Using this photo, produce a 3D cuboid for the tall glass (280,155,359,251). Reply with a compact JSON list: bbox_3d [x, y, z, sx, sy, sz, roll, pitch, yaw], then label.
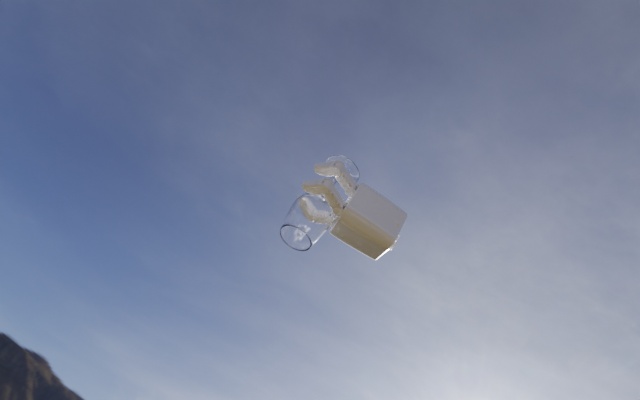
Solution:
[{"bbox_3d":[0.000,0.002,0.884,0.079,0.079,0.201,0,39,34],"label":"tall glass"}]
